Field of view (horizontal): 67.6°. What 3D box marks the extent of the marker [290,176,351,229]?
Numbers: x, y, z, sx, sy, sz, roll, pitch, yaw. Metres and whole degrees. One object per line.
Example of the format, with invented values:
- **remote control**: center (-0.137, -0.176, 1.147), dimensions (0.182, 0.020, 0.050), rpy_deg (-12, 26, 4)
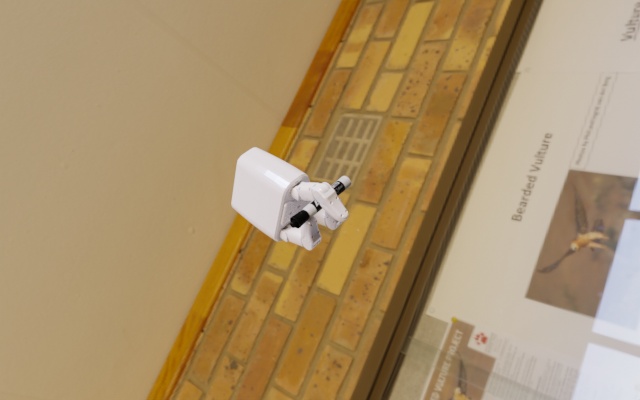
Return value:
- **marker**: center (0.000, 0.002, 0.679), dimensions (0.020, 0.020, 0.121), rpy_deg (0, 31, 49)
